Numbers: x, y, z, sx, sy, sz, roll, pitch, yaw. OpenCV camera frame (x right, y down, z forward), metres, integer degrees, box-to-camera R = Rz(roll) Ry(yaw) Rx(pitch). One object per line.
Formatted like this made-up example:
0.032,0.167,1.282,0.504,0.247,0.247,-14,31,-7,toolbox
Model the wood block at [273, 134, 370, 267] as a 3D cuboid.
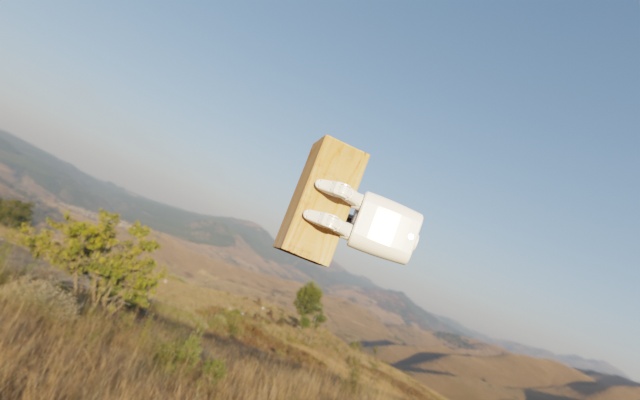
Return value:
0.000,0.003,0.840,0.090,0.206,0.091,23,-10,-12,wood block
